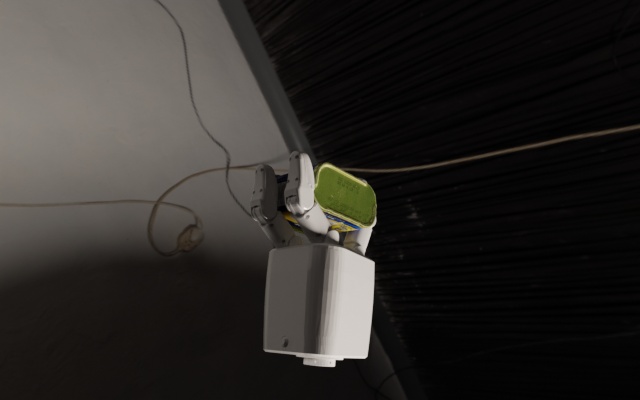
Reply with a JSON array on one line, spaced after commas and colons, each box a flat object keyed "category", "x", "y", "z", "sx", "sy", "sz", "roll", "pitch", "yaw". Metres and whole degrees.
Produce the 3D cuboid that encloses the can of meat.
[{"category": "can of meat", "x": 0.000, "y": 0.002, "z": 0.530, "sx": 0.102, "sy": 0.057, "sz": 0.084, "roll": 24, "pitch": -25, "yaw": -39}]
